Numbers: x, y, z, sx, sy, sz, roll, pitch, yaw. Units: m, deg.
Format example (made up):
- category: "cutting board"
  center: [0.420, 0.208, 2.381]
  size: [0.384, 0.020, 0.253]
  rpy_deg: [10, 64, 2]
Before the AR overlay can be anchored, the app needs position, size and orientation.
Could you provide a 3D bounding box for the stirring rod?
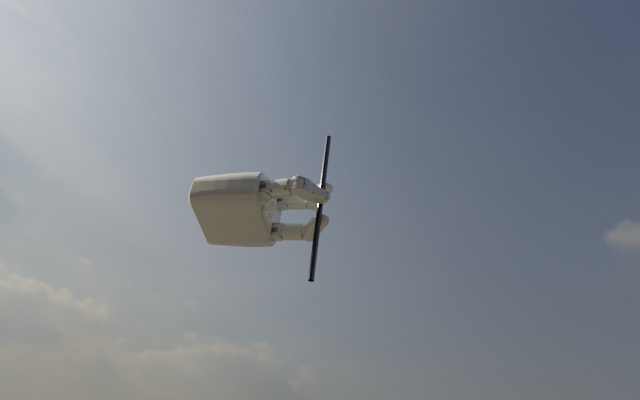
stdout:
- category: "stirring rod"
  center: [0.000, 0.002, 0.676]
  size: [0.011, 0.239, 0.011]
  rpy_deg: [5, -33, 3]
